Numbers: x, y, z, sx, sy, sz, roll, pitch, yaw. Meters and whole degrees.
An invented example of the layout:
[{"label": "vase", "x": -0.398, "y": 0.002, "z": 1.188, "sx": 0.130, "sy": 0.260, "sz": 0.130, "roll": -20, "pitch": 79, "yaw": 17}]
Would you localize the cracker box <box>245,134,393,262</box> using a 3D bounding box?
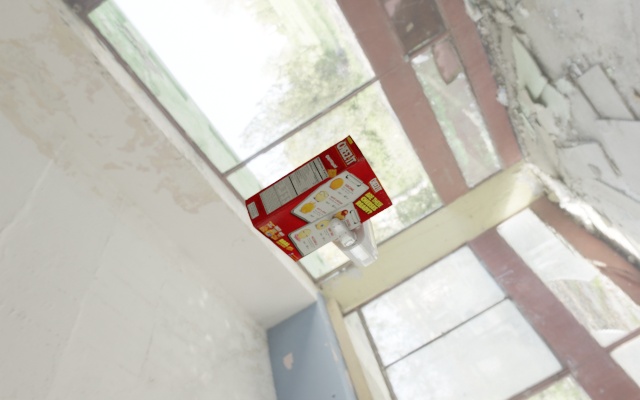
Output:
[{"label": "cracker box", "x": 0.000, "y": 0.003, "z": 0.837, "sx": 0.214, "sy": 0.072, "sz": 0.164, "roll": -32, "pitch": -37, "yaw": 7}]
